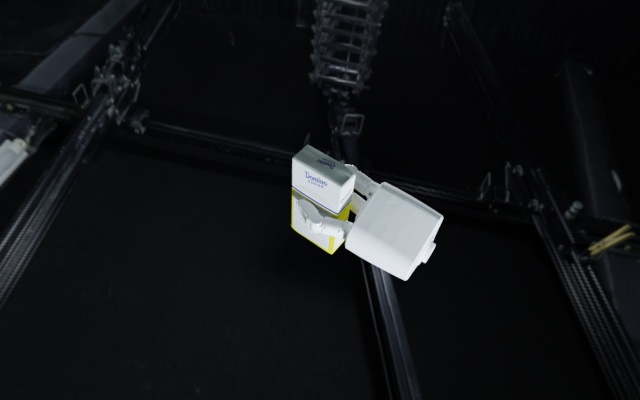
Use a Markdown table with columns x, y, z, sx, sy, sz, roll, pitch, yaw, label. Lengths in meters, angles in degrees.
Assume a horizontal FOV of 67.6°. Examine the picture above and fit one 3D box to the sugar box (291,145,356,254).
| x | y | z | sx | sy | sz | roll | pitch | yaw | label |
| --- | --- | --- | --- | --- | --- | --- | --- | --- | --- |
| 0.001 | 0.002 | 0.765 | 0.093 | 0.176 | 0.048 | 32 | 54 | 19 | sugar box |
